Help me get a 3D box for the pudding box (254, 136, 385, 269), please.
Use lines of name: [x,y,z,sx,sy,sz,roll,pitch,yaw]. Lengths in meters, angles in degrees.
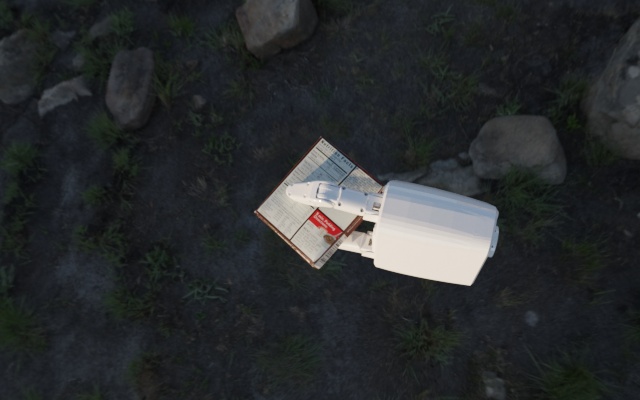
pudding box: [0.000,0.002,0.511,0.090,0.113,0.039,41,-5,14]
